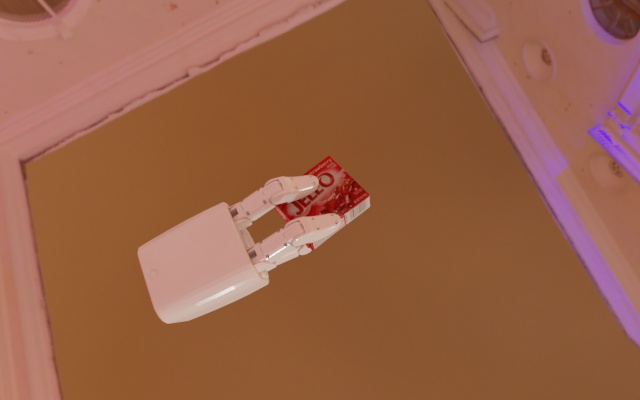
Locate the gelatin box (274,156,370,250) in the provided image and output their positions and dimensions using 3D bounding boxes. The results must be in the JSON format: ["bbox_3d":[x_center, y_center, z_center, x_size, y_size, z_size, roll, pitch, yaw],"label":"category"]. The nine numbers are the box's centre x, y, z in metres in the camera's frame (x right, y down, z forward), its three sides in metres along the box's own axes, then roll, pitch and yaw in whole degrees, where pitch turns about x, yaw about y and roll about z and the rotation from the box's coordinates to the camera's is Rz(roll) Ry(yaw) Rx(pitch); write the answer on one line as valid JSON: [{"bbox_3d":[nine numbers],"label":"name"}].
[{"bbox_3d":[0.000,0.002,0.541,0.089,0.073,0.030,-36,-27,-14],"label":"gelatin box"}]
